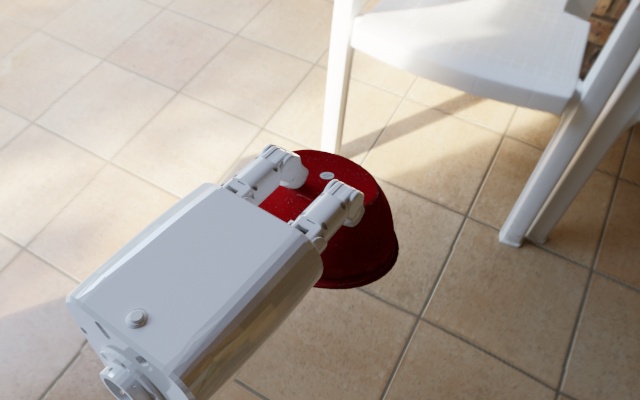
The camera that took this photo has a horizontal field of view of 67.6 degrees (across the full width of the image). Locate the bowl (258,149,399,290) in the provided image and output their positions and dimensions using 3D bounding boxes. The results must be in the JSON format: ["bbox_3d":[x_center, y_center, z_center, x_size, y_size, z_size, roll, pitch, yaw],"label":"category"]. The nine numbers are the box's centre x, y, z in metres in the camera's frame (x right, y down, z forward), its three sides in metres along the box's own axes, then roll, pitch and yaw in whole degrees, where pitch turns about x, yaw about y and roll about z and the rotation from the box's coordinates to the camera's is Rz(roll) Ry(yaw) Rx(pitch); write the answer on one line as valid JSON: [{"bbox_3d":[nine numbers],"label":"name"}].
[{"bbox_3d":[0.001,0.000,0.420,0.162,0.055,0.162,12,33,-8],"label":"bowl"}]
